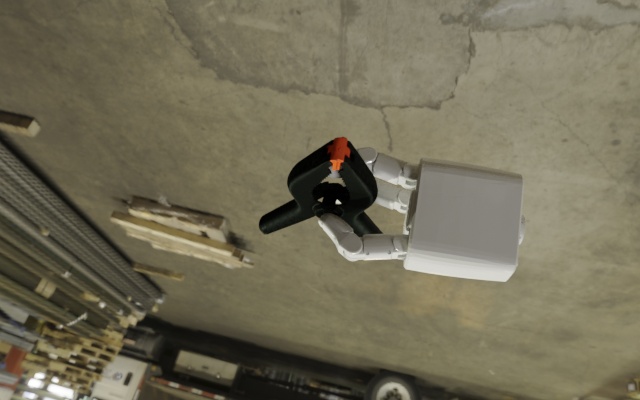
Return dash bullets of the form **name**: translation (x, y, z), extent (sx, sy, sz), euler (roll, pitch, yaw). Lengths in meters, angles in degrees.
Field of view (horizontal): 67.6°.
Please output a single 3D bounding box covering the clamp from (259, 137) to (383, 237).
- **clamp**: translation (0.000, 0.002, 0.528), extent (0.164, 0.036, 0.210), euler (6, -29, 6)
